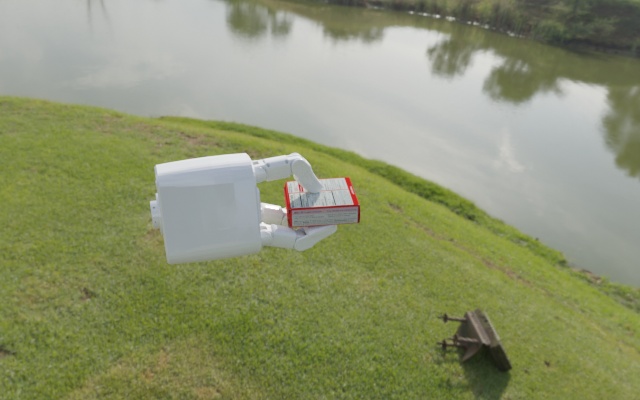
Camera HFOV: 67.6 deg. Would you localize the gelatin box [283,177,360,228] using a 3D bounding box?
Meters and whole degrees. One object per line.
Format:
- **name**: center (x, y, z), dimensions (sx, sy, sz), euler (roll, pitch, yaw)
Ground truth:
- **gelatin box**: center (0.000, 0.002, 0.602), dimensions (0.089, 0.030, 0.073), euler (-4, 30, -6)
